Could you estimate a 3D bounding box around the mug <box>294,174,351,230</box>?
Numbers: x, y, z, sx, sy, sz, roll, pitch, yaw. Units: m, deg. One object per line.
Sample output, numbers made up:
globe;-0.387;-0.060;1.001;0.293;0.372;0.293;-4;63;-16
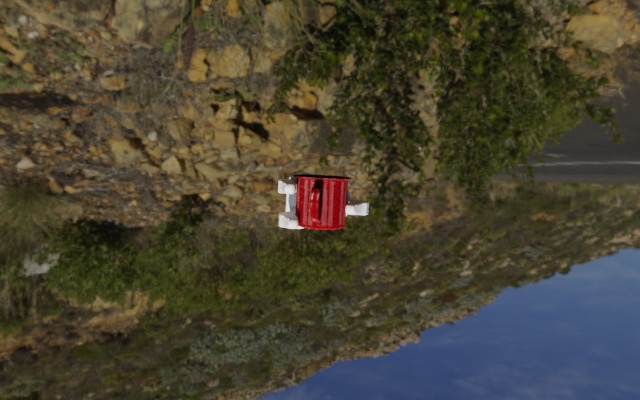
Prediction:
mug;0.000;0.003;0.756;0.093;0.081;0.117;3;6;6
